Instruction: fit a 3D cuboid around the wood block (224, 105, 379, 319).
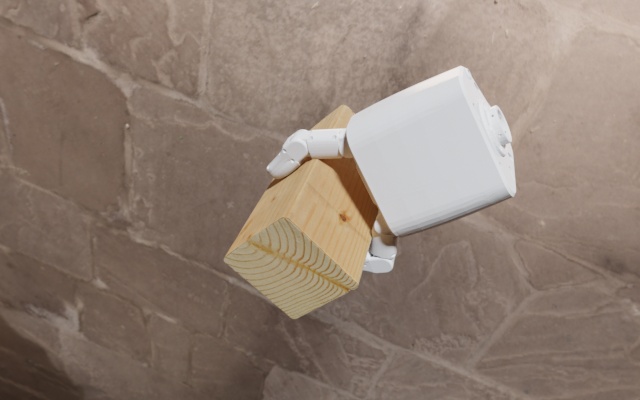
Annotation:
[{"bbox_3d":[0.000,0.001,0.485,0.090,0.091,0.206,-34,19,35],"label":"wood block"}]
